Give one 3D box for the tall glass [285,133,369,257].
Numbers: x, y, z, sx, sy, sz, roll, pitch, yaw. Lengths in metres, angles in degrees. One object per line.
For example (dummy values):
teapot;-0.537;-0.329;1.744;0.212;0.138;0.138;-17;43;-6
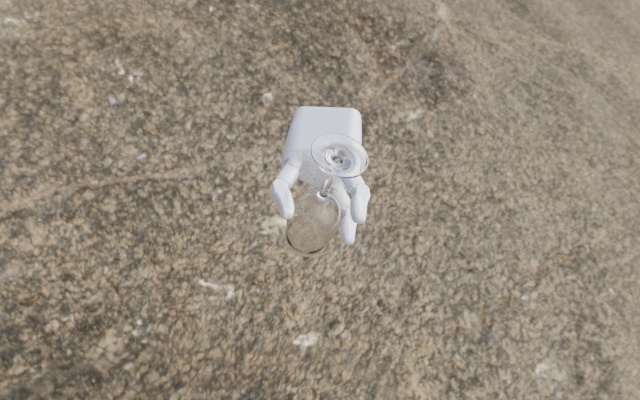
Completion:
tall glass;0.000;0.002;0.662;0.079;0.079;0.201;0;-37;-18
